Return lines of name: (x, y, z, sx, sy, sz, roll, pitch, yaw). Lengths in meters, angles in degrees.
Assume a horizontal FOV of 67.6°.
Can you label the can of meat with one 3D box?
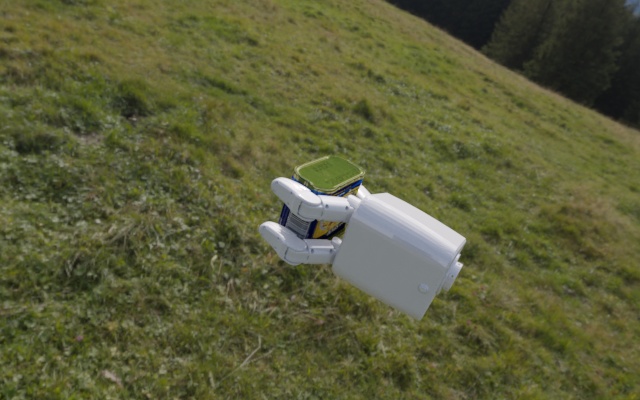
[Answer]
can of meat: (0.000, 0.001, 0.542, 0.057, 0.084, 0.102, 31, 31, 21)
